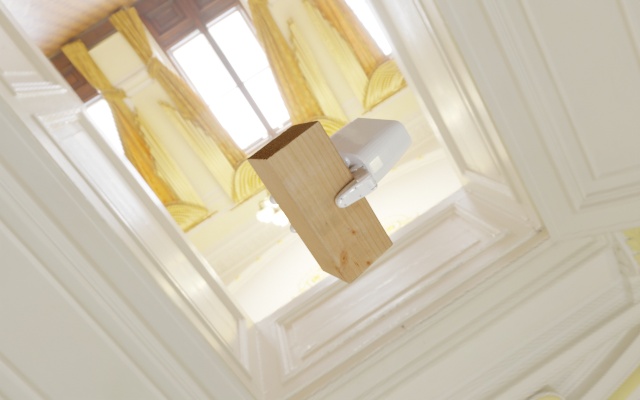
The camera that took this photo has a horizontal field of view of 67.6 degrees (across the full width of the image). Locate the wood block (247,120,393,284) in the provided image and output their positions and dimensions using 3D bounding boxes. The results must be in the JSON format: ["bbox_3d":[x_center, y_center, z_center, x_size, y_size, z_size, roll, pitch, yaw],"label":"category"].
[{"bbox_3d":[0.001,0.002,0.667,0.090,0.206,0.091,-39,19,-18],"label":"wood block"}]
